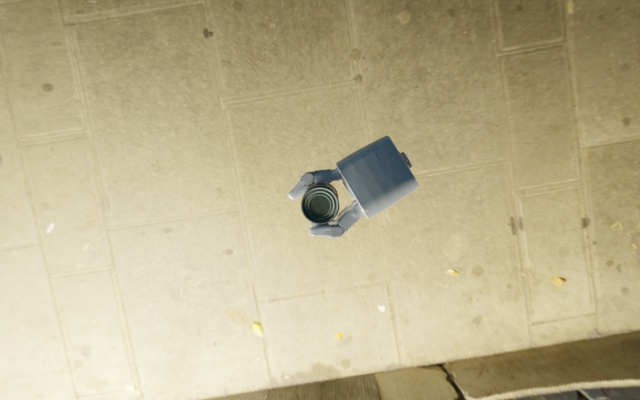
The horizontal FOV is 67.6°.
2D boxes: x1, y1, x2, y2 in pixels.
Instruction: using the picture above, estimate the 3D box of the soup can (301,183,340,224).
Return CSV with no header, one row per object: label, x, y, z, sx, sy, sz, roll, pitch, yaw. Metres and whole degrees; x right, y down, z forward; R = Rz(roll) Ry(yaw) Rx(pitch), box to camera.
soup can,0.000,0.003,0.861,0.068,0.068,0.102,0,7,1
